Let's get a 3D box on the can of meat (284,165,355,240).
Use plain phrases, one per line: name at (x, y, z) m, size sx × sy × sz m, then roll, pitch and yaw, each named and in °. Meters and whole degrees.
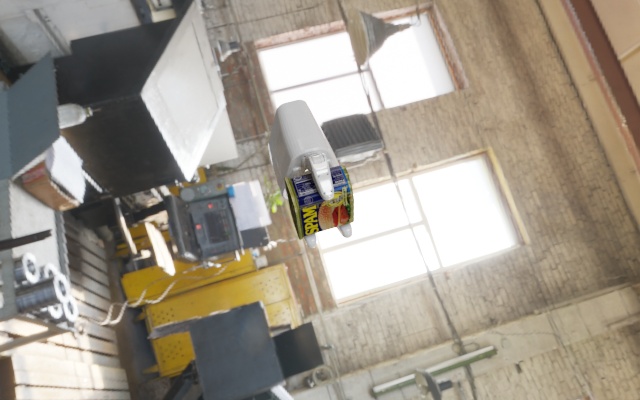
can of meat at (0.000, 0.002, 0.670) m, size 0.084 × 0.057 × 0.102 m, roll -16°, pitch -35°, yaw -8°
